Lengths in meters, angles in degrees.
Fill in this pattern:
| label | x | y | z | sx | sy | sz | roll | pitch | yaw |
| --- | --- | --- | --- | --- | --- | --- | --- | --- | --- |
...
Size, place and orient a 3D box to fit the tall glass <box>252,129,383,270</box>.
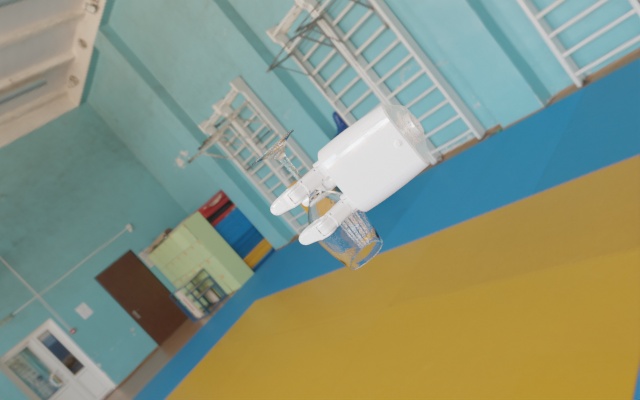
| label | x | y | z | sx | sy | sz | roll | pitch | yaw |
| --- | --- | --- | --- | --- | --- | --- | --- | --- | --- |
| tall glass | 0.000 | 0.002 | 0.656 | 0.079 | 0.201 | 0.079 | -40 | 8 | 7 |
